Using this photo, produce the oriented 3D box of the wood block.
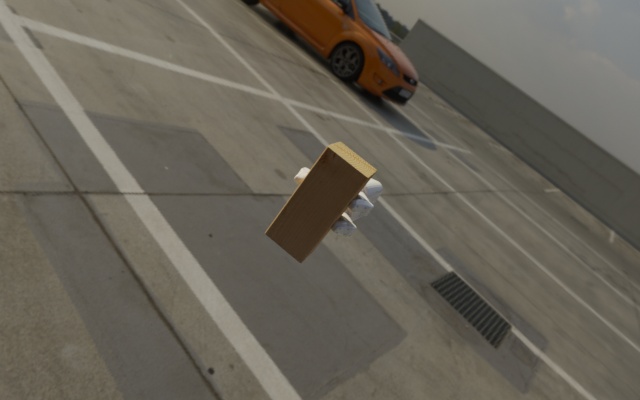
[{"bbox_3d":[0.000,0.003,0.883,0.091,0.206,0.090,39,20,6],"label":"wood block"}]
